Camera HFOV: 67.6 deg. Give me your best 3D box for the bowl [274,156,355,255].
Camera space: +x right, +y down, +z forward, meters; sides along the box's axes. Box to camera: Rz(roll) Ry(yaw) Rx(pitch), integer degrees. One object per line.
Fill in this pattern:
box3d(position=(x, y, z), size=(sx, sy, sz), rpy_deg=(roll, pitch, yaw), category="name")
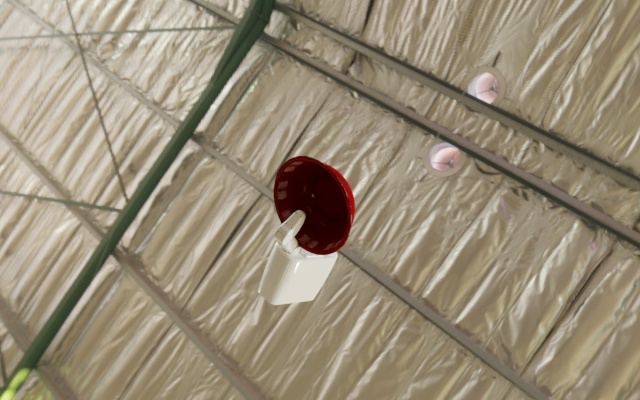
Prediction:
box3d(position=(0.001, 0.002, 0.757), size=(0.162, 0.162, 0.055), rpy_deg=(0, 17, 43), category="bowl")
